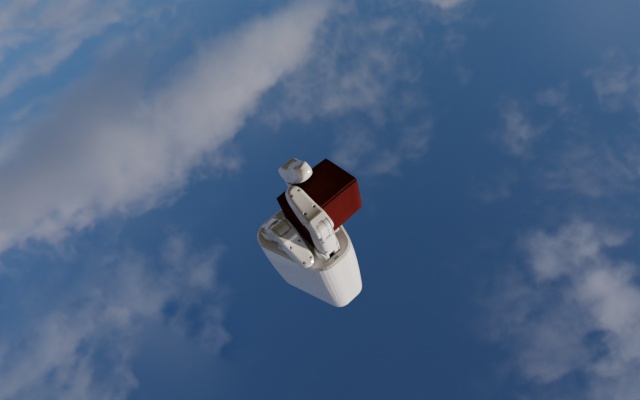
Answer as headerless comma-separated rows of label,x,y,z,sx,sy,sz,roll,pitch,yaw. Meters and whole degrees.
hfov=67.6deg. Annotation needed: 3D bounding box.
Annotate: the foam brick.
foam brick,0.000,0.002,0.541,0.053,0.078,0.051,39,-18,36
